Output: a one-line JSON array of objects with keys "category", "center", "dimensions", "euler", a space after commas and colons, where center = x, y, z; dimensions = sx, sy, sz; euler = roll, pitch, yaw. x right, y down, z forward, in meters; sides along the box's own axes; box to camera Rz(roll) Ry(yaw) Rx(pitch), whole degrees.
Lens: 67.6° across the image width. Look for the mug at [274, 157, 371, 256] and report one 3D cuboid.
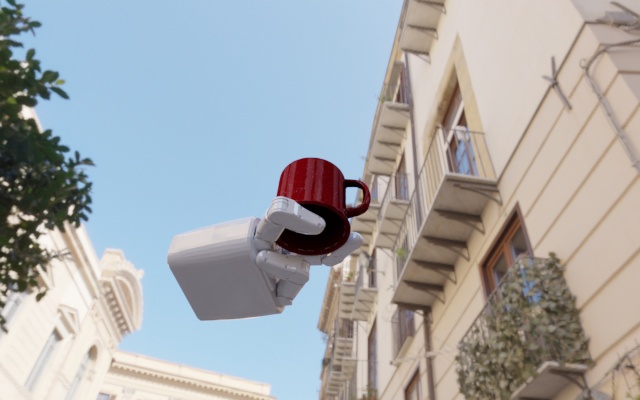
[{"category": "mug", "center": [0.001, 0.001, 0.552], "dimensions": [0.117, 0.081, 0.093], "euler": [-12, -46, 15]}]
